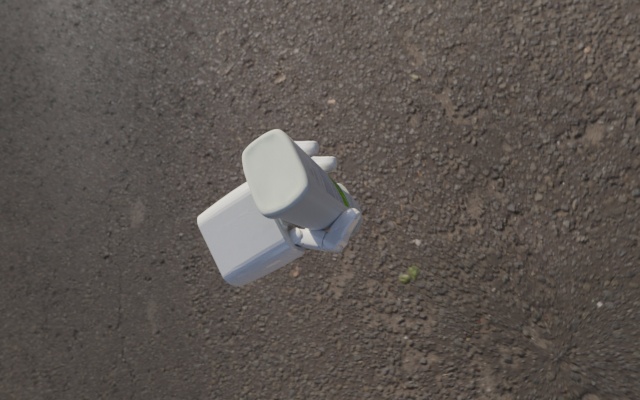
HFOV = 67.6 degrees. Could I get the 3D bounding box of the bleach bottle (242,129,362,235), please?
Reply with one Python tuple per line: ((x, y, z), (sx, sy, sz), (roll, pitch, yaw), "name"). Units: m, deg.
((0.000, 0.002, 0.618), (0.068, 0.102, 0.251), (-32, -28, 14), "bleach bottle")
